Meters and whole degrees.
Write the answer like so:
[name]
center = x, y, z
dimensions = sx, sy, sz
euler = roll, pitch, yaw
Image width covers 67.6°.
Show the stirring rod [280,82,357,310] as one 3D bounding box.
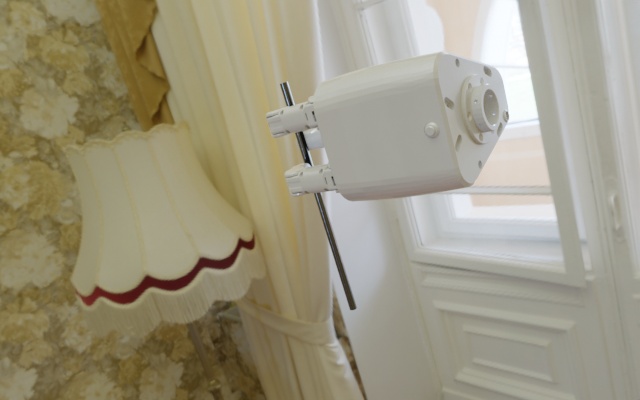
[stirring rod]
center = 0.000, 0.002, 0.475
dimensions = 0.011, 0.239, 0.011
euler = -16, 13, 4
